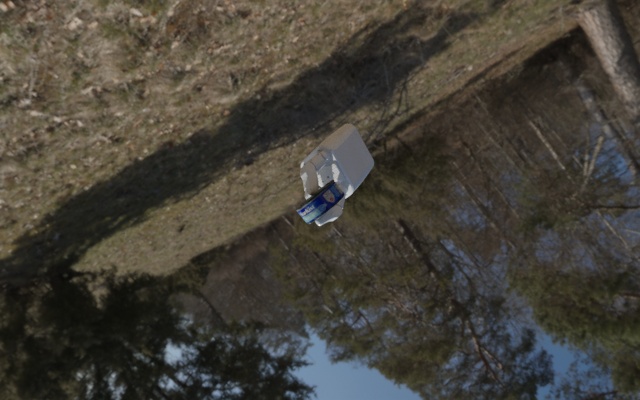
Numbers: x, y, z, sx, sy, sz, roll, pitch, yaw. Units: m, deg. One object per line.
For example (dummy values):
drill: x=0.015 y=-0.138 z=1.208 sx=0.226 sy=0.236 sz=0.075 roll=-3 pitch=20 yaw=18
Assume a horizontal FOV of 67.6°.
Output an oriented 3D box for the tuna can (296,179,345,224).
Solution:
tuna can: x=0.000 y=0.003 z=0.837 sx=0.086 sy=0.034 sz=0.086 roll=-39 pitch=5 yaw=4
